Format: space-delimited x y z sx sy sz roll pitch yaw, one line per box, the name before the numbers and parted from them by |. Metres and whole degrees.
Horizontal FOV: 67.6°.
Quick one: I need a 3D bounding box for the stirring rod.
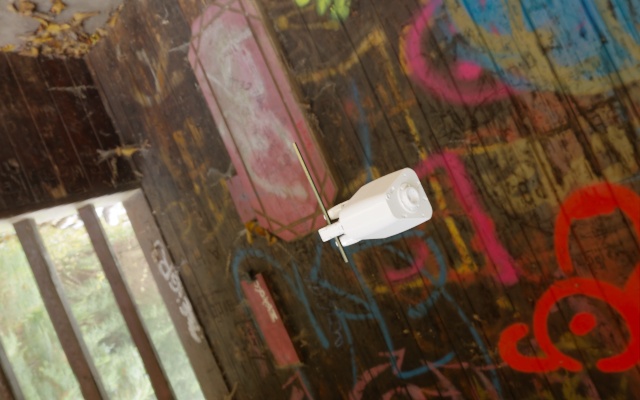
stirring rod | 0.000 0.003 0.883 0.011 0.239 0.011 -24 -2 -1
